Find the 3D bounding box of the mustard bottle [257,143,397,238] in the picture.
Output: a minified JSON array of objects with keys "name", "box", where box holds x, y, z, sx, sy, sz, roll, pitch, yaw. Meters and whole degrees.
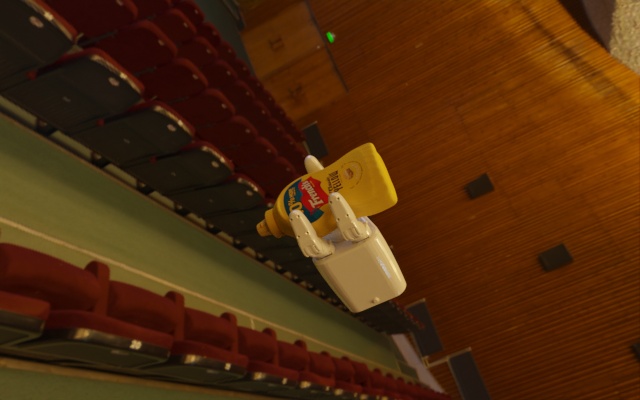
[{"name":"mustard bottle","box":[0.000,0.002,0.639,0.191,0.096,0.058,-26,-39,13]}]
